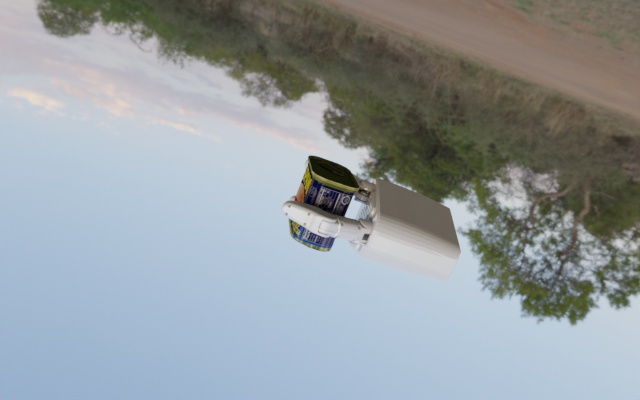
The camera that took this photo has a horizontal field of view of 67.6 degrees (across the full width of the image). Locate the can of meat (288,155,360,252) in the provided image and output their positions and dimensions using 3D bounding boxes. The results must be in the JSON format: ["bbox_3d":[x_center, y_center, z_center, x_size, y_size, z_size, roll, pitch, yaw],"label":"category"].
[{"bbox_3d":[0.000,0.002,0.571,0.057,0.084,0.102,18,17,-11],"label":"can of meat"}]
